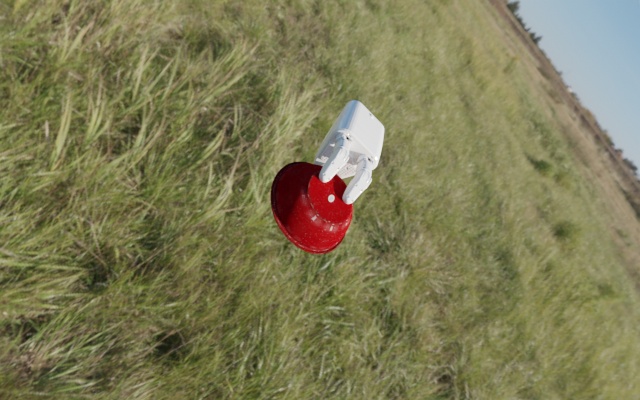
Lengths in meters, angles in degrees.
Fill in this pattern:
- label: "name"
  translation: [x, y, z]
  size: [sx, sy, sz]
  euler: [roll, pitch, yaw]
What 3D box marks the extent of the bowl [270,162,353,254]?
- label: "bowl"
  translation: [0.000, 0.004, 0.774]
  size: [0.162, 0.162, 0.055]
  euler: [0, -18, -41]
